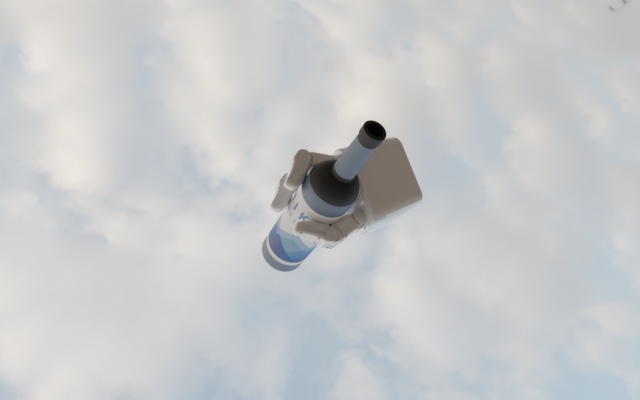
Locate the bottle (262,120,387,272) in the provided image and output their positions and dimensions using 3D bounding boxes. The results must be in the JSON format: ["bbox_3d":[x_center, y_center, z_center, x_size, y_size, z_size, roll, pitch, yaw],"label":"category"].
[{"bbox_3d":[0.000,0.002,0.610,0.069,0.069,0.296,0,-31,-27],"label":"bottle"}]
